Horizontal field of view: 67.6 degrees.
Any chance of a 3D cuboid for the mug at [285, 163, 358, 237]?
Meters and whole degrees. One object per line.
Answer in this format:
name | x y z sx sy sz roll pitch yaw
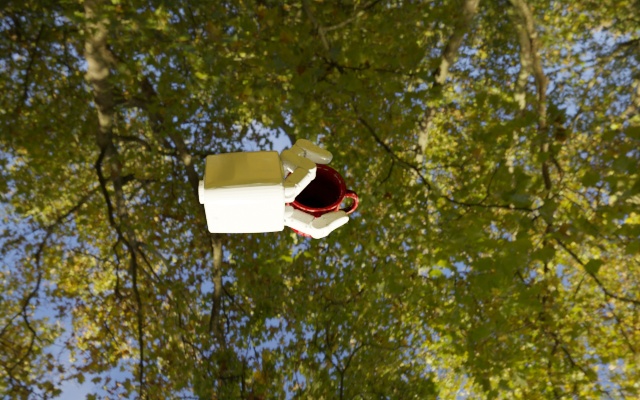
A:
mug | 0.002 0.002 0.742 0.117 0.093 0.082 -1 -37 -8
